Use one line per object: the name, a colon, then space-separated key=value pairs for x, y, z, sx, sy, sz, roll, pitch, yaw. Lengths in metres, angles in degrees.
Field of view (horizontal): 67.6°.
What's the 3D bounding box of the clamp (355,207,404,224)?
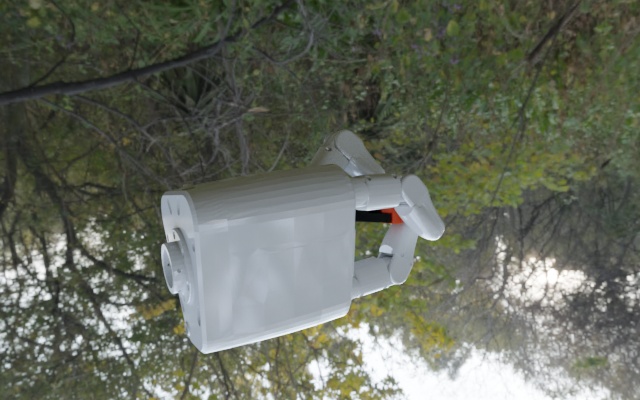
clamp: x=0.000 y=0.002 z=0.431 sx=0.120 sy=0.039 sz=0.171 roll=-10 pitch=6 yaw=-29
